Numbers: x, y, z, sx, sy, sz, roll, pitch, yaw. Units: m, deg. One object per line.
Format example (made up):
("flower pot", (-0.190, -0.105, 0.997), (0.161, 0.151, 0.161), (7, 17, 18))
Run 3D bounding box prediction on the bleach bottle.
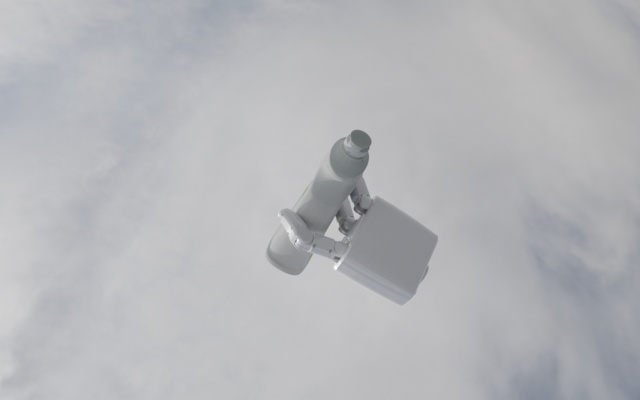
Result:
("bleach bottle", (0.000, 0.002, 0.652), (0.068, 0.102, 0.251), (30, -41, -2))
